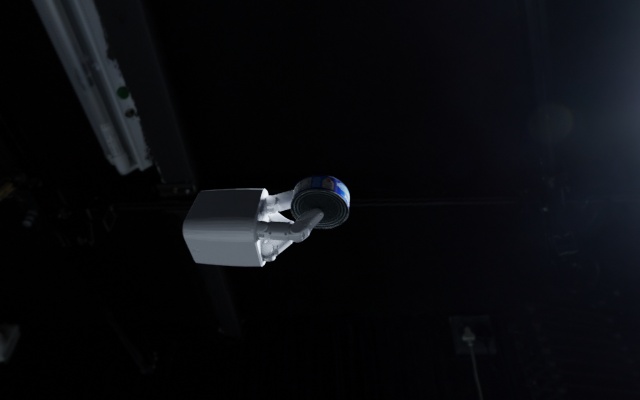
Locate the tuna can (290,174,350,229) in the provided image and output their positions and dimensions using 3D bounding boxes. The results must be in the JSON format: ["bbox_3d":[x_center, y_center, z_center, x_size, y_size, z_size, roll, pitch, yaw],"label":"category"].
[{"bbox_3d":[0.000,0.002,0.704,0.086,0.033,0.086,4,-43,4],"label":"tuna can"}]
